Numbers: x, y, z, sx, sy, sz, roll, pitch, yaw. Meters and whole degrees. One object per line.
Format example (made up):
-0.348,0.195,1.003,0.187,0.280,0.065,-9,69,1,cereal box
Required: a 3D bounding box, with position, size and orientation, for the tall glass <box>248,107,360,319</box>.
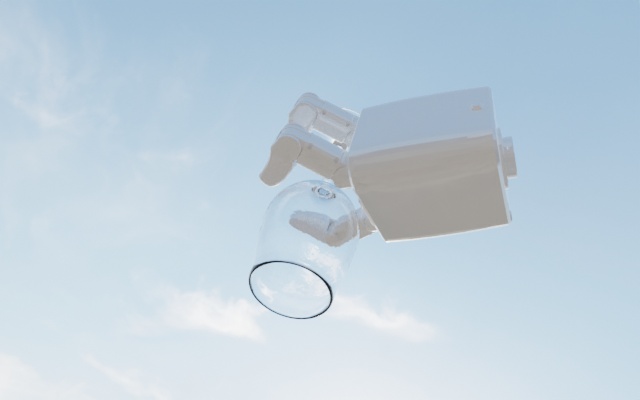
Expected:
0.000,0.001,0.408,0.079,0.079,0.201,0,39,17,tall glass
